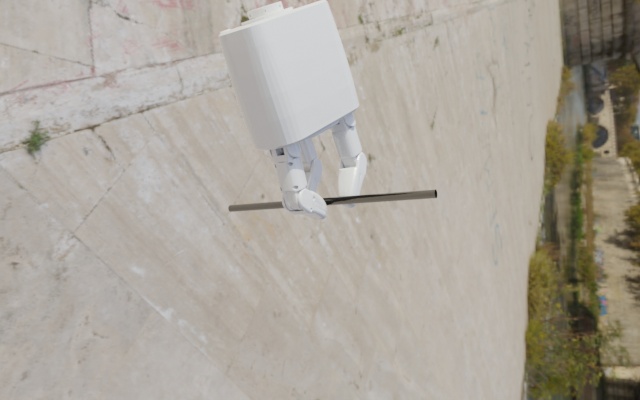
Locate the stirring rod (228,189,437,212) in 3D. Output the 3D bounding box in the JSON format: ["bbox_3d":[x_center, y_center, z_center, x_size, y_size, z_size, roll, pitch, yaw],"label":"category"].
[{"bbox_3d":[0.000,0.002,0.489,0.239,0.011,0.011,-4,-2,30],"label":"stirring rod"}]
